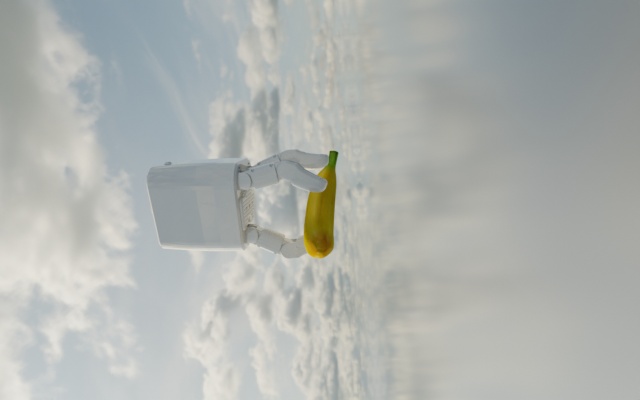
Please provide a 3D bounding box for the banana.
[{"bbox_3d":[0.000,0.015,0.569,0.037,0.070,0.197,4,35,1],"label":"banana"}]
